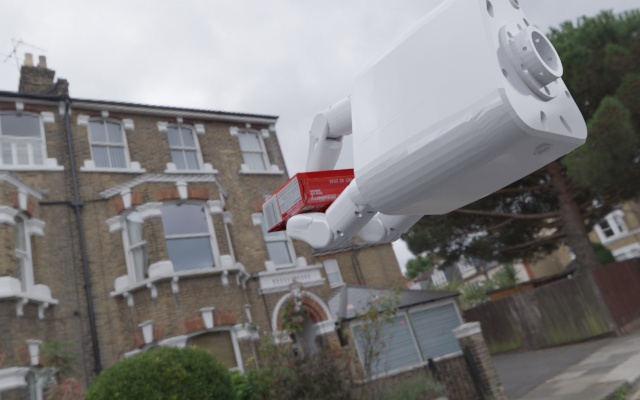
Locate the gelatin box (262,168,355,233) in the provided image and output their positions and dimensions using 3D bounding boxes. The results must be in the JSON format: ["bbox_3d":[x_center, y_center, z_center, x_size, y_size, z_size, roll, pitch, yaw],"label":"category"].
[{"bbox_3d":[0.000,0.001,0.405,0.073,0.030,0.089,-5,-15,-28],"label":"gelatin box"}]
